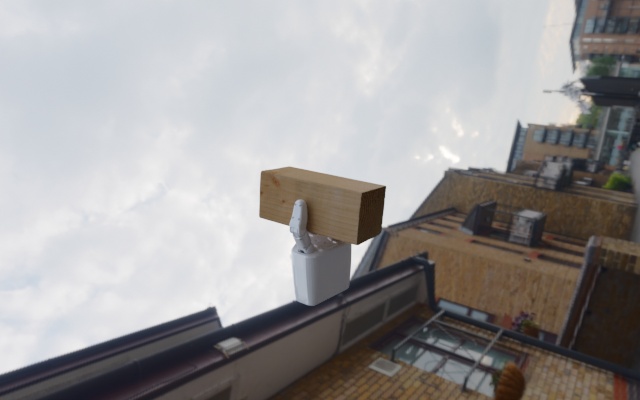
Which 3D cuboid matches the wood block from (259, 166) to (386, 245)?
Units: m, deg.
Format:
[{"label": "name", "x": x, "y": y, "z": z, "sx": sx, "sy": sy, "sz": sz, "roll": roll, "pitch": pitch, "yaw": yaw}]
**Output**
[{"label": "wood block", "x": 0.000, "y": 0.003, "z": 0.840, "sx": 0.206, "sy": 0.090, "sz": 0.091, "roll": 13, "pitch": 17, "yaw": 31}]
